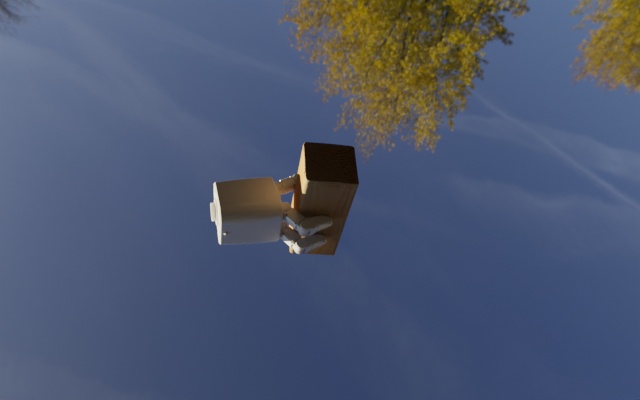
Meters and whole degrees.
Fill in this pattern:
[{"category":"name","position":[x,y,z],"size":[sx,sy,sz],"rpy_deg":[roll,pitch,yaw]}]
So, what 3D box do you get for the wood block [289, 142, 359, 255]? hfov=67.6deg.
[{"category":"wood block","position":[0.000,0.003,0.860],"size":[0.090,0.090,0.206],"rpy_deg":[4,-40,-10]}]
